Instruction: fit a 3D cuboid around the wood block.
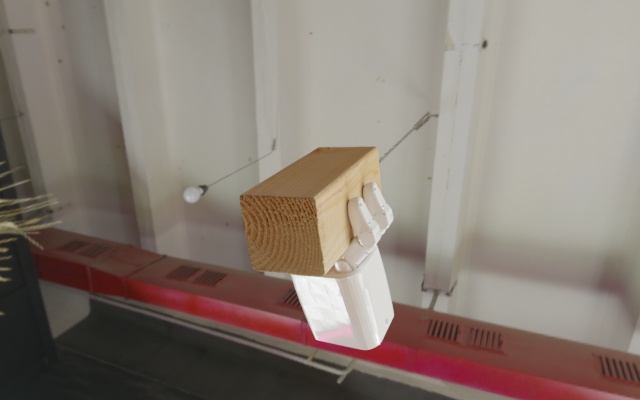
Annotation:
[{"bbox_3d":[0.000,0.002,0.581,0.091,0.090,0.206,1,20,24],"label":"wood block"}]
